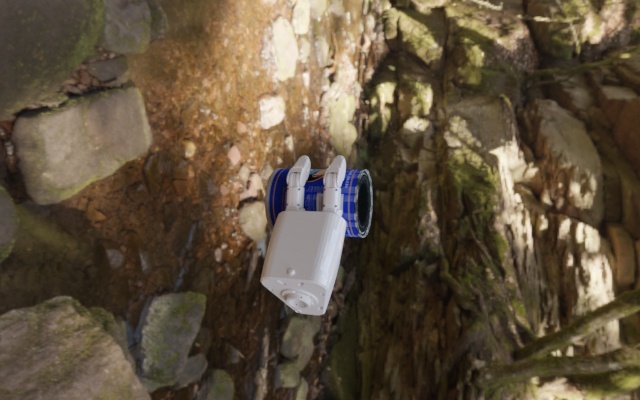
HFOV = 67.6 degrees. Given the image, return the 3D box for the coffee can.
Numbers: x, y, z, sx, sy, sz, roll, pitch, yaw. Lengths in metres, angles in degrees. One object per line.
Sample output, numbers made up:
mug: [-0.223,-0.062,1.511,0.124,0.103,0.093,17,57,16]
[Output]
coffee can: [0.000,0.002,0.728,0.140,0.103,0.103,2,0,19]
